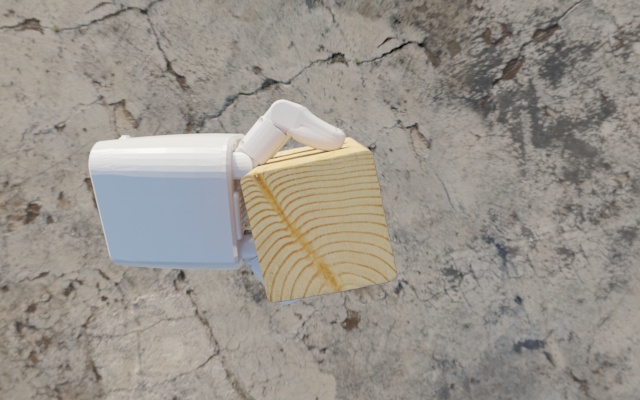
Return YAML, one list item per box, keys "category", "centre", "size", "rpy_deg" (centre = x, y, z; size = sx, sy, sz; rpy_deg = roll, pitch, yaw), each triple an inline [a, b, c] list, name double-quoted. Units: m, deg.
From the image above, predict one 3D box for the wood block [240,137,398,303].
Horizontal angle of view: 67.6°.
- category: "wood block"
  centre: [0.000, 0.002, 0.411]
  size: [0.090, 0.091, 0.206]
  rpy_deg: [-11, 10, 2]
